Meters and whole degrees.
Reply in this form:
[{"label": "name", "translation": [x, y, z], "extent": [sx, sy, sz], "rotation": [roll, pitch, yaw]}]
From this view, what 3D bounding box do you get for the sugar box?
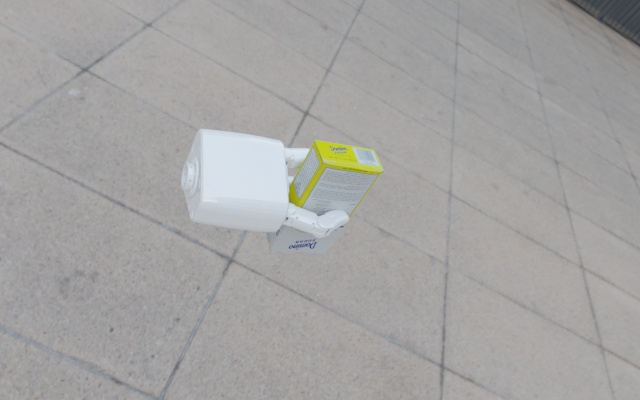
[{"label": "sugar box", "translation": [0.000, 0.002, 0.641], "extent": [0.093, 0.048, 0.176], "rotation": [6, -42, -30]}]
